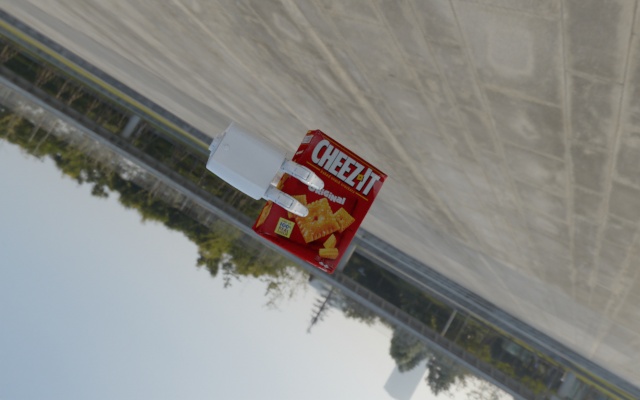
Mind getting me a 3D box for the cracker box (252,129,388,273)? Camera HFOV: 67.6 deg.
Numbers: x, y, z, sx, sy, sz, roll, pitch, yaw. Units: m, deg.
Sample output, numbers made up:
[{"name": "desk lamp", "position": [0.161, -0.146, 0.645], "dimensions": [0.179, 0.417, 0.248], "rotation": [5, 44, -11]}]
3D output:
[{"name": "cracker box", "position": [0.000, 0.003, 0.875], "dimensions": [0.164, 0.213, 0.072], "rotation": [31, -3, -18]}]
